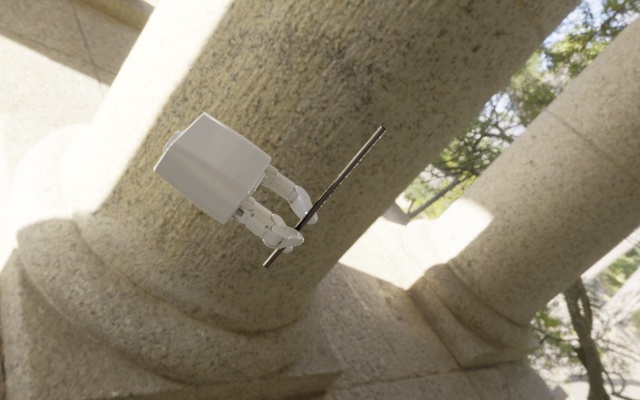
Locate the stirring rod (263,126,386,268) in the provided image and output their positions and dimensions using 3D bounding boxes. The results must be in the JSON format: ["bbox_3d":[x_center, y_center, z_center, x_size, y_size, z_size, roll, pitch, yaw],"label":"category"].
[{"bbox_3d":[0.000,0.002,0.595,0.011,0.239,0.011,34,21,-16],"label":"stirring rod"}]
